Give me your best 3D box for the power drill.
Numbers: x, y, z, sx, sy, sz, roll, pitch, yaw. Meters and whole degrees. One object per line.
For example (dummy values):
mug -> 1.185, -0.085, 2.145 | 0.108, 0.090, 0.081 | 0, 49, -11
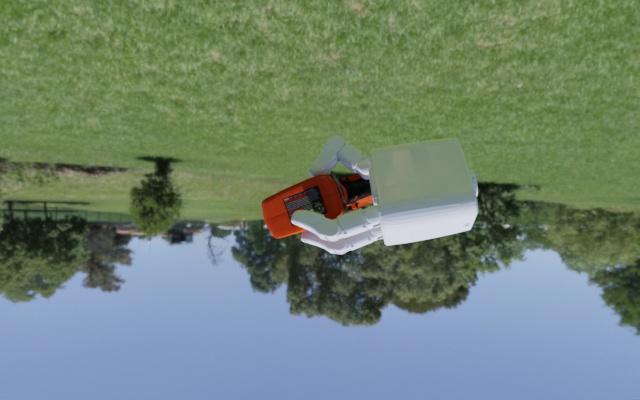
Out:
power drill -> 0.000, 0.002, 0.653 | 0.184, 0.057, 0.187 | -23, -2, 26
